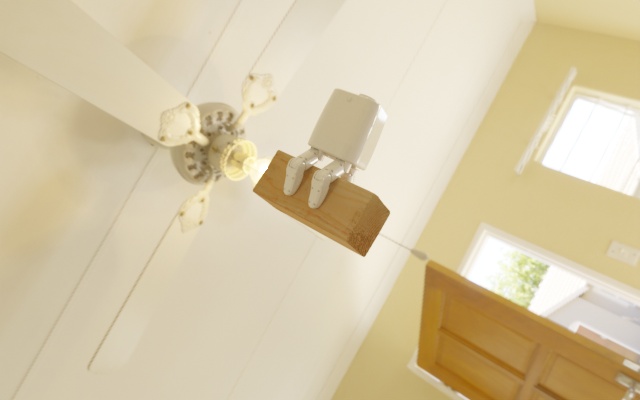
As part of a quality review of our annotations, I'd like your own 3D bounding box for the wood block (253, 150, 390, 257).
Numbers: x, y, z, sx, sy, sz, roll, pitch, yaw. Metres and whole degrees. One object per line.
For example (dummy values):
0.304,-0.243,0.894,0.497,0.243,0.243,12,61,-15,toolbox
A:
0.000,0.002,0.807,0.206,0.090,0.091,27,-8,32,wood block
